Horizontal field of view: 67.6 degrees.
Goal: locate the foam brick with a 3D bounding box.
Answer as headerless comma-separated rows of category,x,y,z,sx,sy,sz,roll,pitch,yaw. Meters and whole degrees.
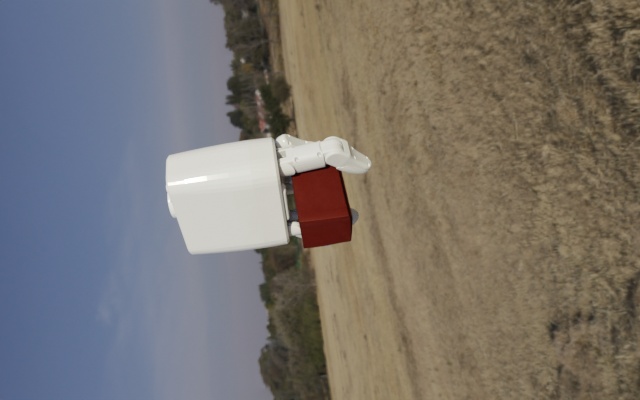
foam brick,0.000,0.002,0.487,0.051,0.078,0.053,-9,-34,-3
